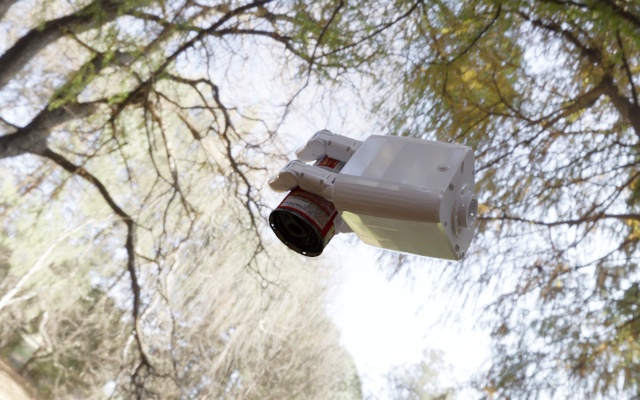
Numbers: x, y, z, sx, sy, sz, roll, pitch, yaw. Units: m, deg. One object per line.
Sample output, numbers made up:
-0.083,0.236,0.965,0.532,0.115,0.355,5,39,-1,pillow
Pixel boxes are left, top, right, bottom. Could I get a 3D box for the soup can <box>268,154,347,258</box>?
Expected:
0.000,0.002,0.518,0.068,0.068,0.102,0,41,43,soup can
